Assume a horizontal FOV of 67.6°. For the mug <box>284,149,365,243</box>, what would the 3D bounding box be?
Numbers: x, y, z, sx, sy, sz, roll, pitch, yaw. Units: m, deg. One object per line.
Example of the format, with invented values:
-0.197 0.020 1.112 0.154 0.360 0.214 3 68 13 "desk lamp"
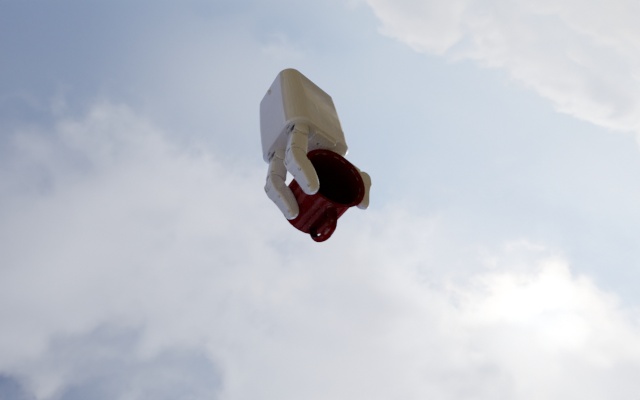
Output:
0.000 0.003 0.627 0.093 0.117 0.081 13 -41 -28 "mug"
